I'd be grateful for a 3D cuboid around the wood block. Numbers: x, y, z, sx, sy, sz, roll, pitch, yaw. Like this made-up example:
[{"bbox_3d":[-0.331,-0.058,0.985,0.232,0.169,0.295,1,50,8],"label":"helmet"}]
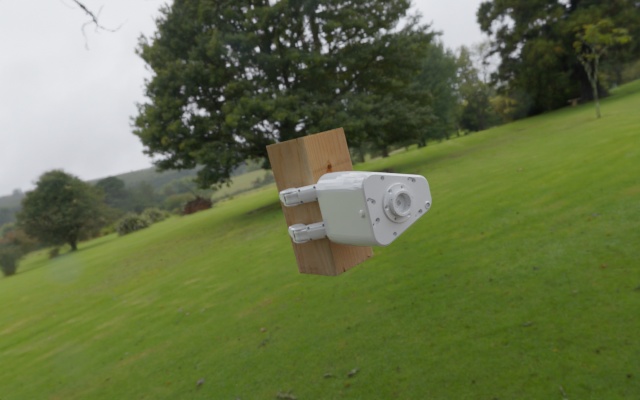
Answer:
[{"bbox_3d":[0.001,0.002,0.737,0.091,0.206,0.090,-21,10,-41],"label":"wood block"}]
